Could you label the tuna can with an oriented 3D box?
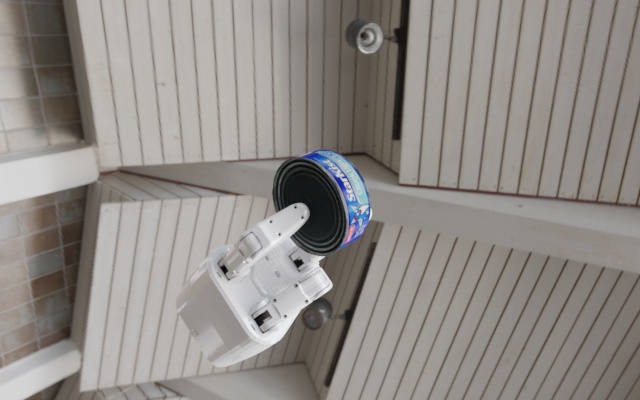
[{"bbox_3d":[0.000,0.001,0.402,0.086,0.086,0.033,0,18,46],"label":"tuna can"}]
